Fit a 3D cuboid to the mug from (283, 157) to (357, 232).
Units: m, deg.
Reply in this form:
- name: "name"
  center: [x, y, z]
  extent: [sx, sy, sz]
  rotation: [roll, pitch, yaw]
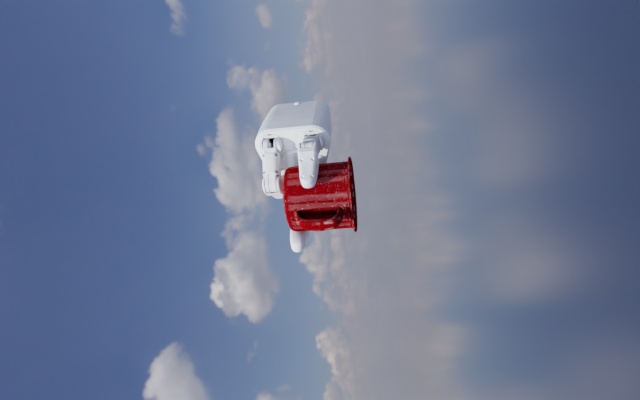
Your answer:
- name: "mug"
  center: [0.000, 0.003, 0.579]
  extent: [0.081, 0.093, 0.117]
  rotation: [-5, 31, 7]
